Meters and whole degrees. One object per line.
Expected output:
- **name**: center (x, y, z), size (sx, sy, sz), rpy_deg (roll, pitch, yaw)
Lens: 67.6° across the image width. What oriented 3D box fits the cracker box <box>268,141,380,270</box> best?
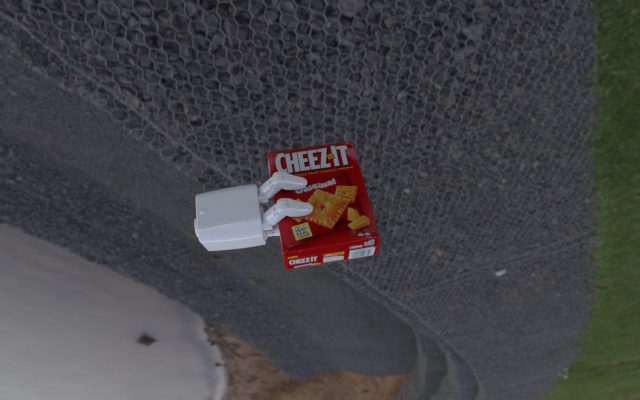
- **cracker box**: center (0.000, 0.003, 0.845), size (0.164, 0.213, 0.072), rpy_deg (-8, -33, -6)
